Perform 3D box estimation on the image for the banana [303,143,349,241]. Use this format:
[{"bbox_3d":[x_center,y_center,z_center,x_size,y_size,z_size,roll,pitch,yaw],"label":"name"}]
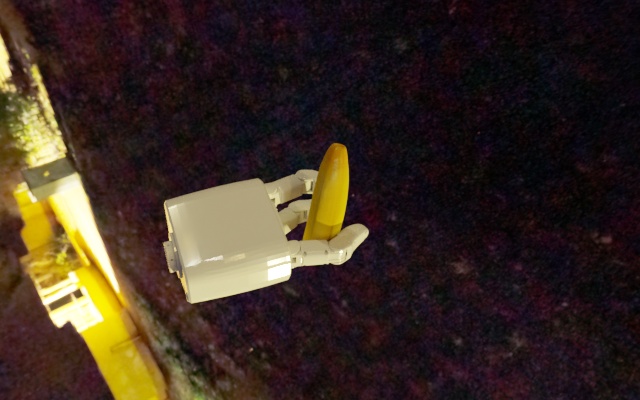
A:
[{"bbox_3d":[0.001,0.020,0.534,0.037,0.069,0.198,-1,-31,-10],"label":"banana"}]
